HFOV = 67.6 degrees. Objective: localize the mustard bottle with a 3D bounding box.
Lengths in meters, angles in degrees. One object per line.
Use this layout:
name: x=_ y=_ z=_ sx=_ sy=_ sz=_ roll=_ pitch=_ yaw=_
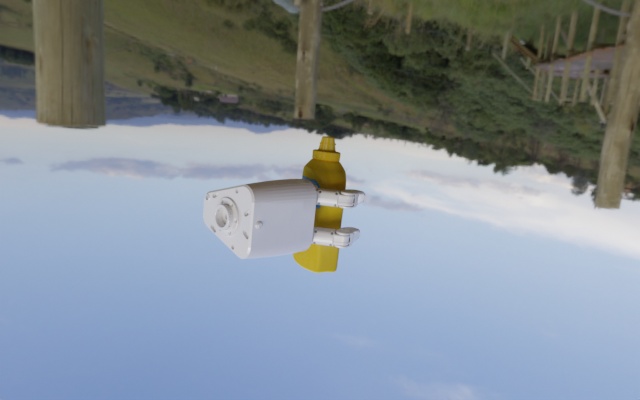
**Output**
mustard bottle: x=0.000 y=0.003 z=0.701 sx=0.058 sy=0.191 sz=0.096 roll=2 pitch=11 yaw=-23
